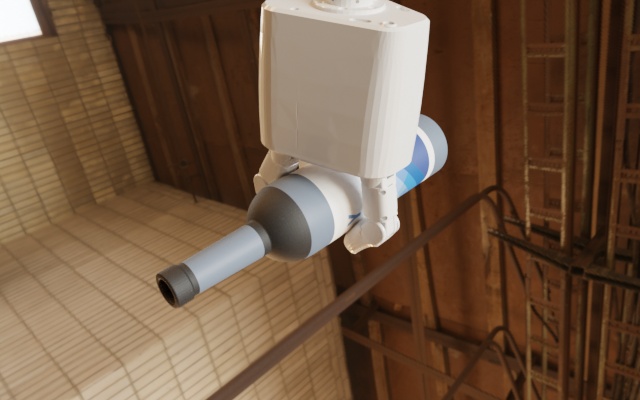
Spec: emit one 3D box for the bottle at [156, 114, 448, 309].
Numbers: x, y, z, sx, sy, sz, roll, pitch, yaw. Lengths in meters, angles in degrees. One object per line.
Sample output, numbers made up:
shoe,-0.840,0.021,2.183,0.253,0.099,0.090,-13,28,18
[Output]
bottle,0.000,0.001,0.404,0.295,0.069,0.069,-30,19,-37
